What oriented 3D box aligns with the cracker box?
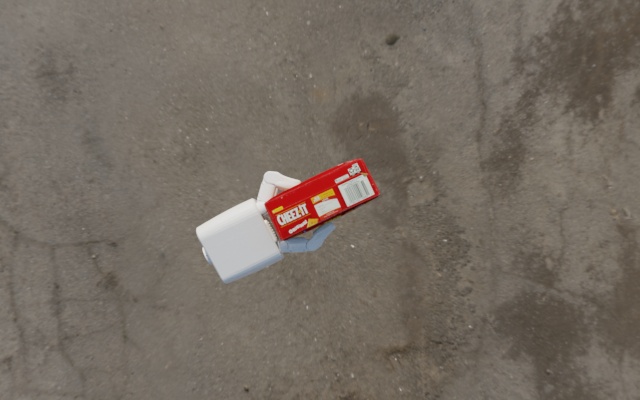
[{"bbox_3d":[0.000,0.003,0.804,0.164,0.072,0.214,-25,-2,-2],"label":"cracker box"}]
